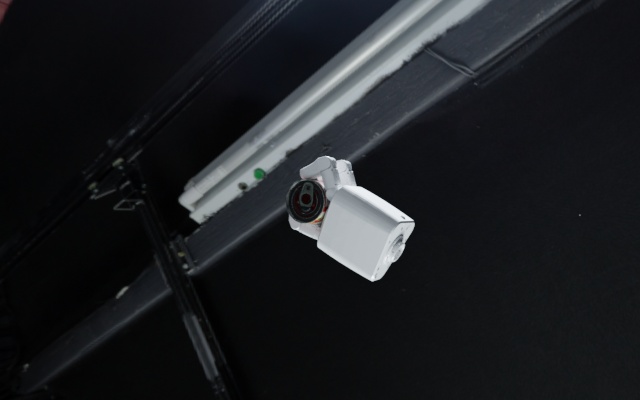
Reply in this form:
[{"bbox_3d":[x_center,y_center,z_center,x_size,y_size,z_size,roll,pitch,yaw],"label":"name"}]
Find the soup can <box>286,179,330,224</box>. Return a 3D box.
[{"bbox_3d":[0.000,0.002,0.765,0.068,0.068,0.102,0,-2,29],"label":"soup can"}]
